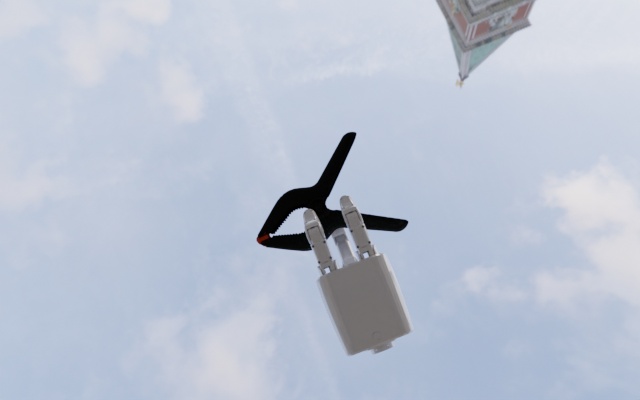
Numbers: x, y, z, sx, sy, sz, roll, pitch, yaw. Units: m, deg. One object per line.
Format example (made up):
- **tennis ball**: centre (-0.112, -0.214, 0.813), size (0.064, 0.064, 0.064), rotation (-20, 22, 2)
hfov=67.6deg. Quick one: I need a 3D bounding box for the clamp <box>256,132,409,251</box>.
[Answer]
- **clamp**: centre (0.000, 0.003, 0.694), size (0.210, 0.164, 0.036), rotation (-22, -15, 2)
